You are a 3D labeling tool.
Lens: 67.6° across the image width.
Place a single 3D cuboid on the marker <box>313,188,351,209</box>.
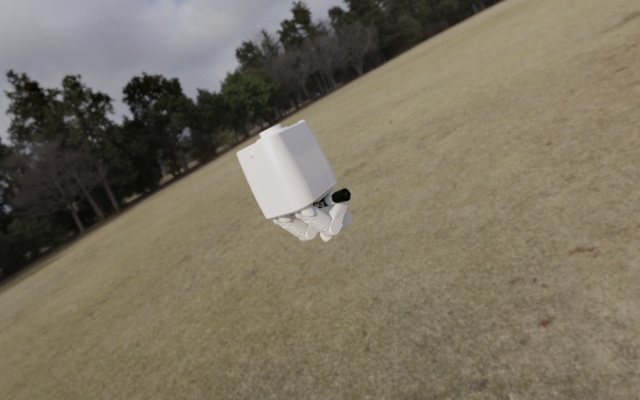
[{"bbox_3d":[0.000,0.002,0.699,0.020,0.020,0.121,0,-11,-40],"label":"marker"}]
